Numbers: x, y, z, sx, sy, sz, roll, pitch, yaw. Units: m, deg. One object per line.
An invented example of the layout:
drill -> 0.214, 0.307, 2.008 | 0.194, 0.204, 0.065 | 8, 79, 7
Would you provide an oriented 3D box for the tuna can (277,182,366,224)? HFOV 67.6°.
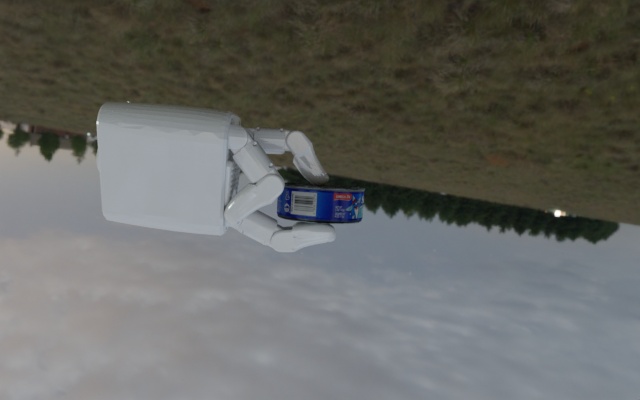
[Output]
tuna can -> 0.000, 0.002, 0.468 | 0.086, 0.034, 0.086 | 3, 4, 0
